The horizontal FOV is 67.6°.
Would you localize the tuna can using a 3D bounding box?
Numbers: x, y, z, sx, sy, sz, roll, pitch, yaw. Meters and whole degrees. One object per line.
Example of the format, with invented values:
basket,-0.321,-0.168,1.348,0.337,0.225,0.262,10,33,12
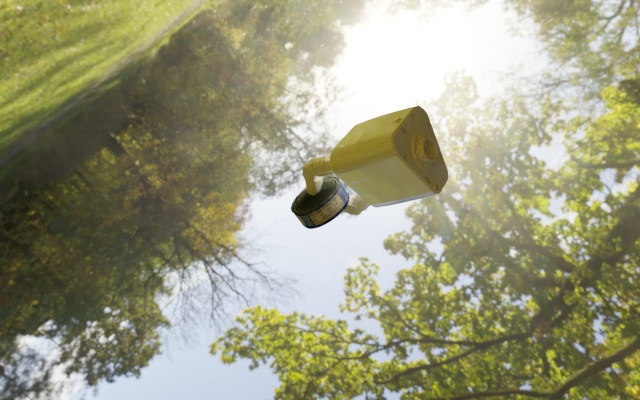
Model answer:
tuna can,0.000,0.003,0.708,0.086,0.034,0.086,-30,24,15
